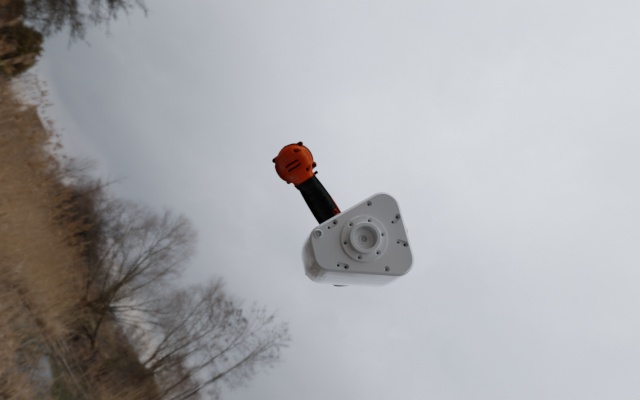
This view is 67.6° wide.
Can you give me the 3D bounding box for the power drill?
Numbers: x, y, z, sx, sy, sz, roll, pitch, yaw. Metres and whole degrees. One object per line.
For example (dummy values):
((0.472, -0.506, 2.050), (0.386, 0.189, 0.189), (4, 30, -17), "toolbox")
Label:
((0.000, 0.003, 0.677), (0.057, 0.187, 0.184), (-34, 7, 5), "power drill")
